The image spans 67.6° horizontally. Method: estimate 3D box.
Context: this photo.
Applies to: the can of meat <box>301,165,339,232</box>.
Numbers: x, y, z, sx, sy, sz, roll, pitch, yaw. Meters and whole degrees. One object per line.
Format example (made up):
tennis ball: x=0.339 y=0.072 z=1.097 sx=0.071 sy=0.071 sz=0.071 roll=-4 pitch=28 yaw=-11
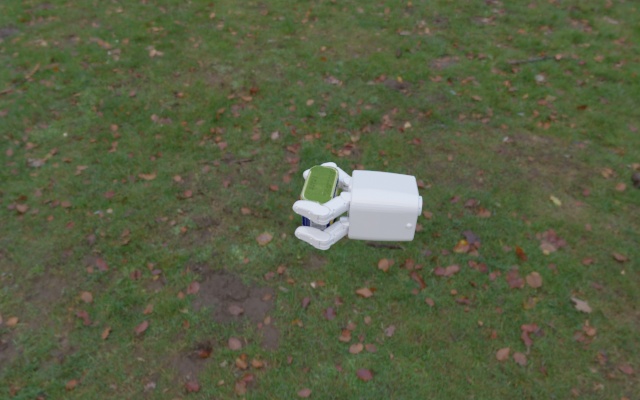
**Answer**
can of meat: x=0.000 y=0.002 z=0.798 sx=0.057 sy=0.084 sz=0.102 roll=7 pitch=43 yaw=7
